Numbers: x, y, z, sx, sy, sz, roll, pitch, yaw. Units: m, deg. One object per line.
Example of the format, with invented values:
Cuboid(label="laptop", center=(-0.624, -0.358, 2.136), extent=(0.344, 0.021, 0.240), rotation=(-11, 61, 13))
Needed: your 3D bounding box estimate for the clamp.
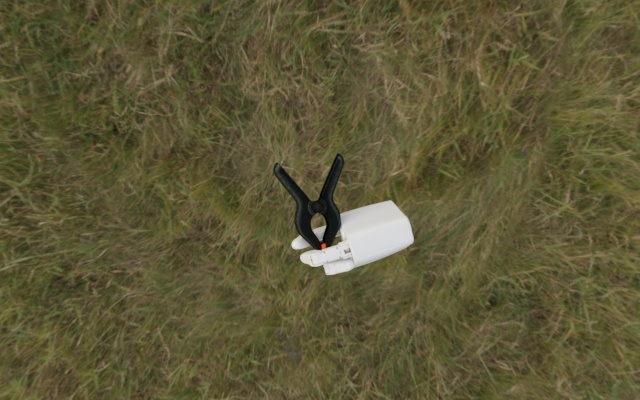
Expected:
Cuboid(label="clamp", center=(0.000, 0.003, 0.808), extent=(0.120, 0.171, 0.039), rotation=(-18, 6, -4))
